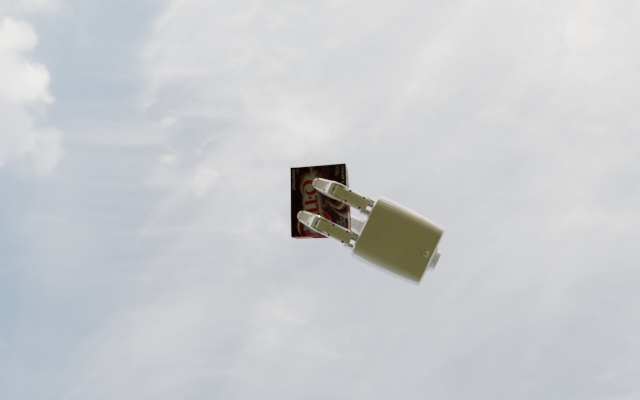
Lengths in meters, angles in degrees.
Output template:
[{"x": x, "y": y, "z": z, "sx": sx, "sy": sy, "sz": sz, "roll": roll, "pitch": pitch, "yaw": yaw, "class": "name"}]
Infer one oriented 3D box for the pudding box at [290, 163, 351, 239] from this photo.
[{"x": 0.000, "y": 0.002, "z": 0.742, "sx": 0.090, "sy": 0.113, "sz": 0.039, "roll": -3, "pitch": -11, "yaw": 12, "class": "pudding box"}]
